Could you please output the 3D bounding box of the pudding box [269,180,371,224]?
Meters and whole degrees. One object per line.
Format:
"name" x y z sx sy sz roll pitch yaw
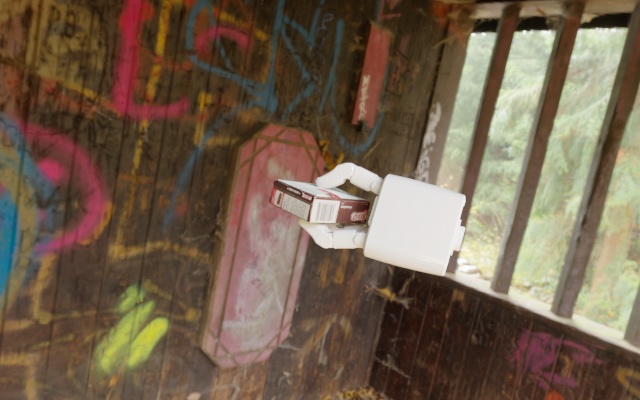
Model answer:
"pudding box" 0.000 0.002 0.666 0.113 0.039 0.090 6 11 -45
